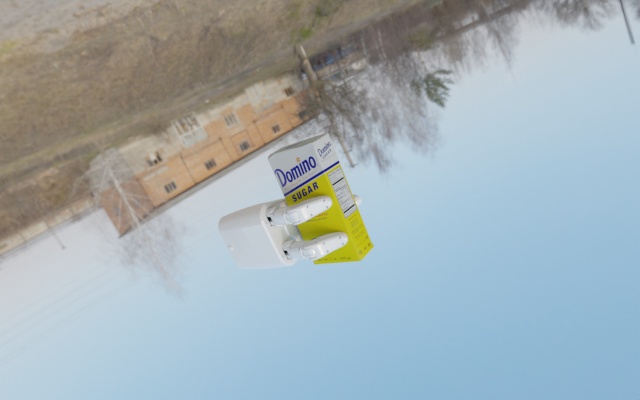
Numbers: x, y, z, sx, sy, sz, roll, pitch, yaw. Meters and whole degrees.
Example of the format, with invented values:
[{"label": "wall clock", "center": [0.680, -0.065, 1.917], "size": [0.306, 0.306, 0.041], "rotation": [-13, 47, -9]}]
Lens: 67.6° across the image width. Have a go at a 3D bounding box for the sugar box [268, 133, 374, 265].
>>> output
[{"label": "sugar box", "center": [0.000, 0.003, 0.667], "size": [0.093, 0.176, 0.048], "rotation": [-12, 19, 42]}]
